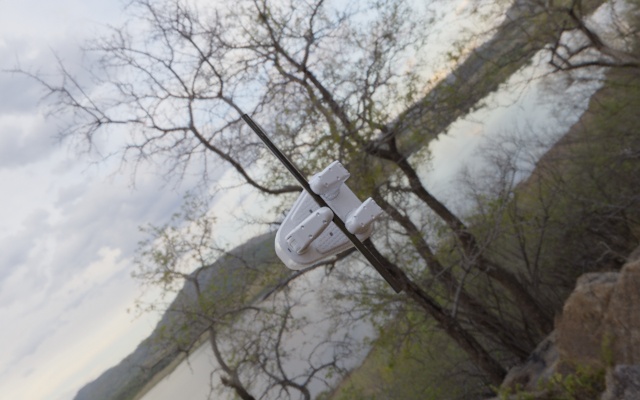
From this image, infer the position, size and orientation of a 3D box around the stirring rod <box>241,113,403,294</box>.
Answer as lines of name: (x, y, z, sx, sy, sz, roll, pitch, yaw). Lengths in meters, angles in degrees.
stirring rod: (0.000, 0.002, 0.488, 0.011, 0.239, 0.011, -41, -4, -4)
